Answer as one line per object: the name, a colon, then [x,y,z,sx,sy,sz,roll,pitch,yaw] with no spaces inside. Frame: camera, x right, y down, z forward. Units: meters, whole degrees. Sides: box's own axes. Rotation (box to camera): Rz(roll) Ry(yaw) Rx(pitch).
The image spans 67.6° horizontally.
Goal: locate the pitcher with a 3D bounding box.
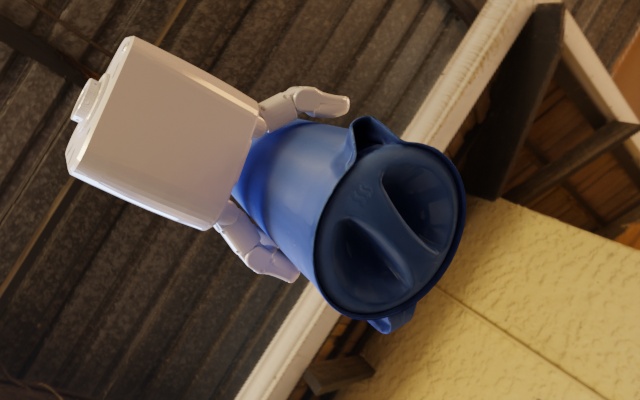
pitcher: [0.000,0.001,0.433,0.145,0.149,0.242,24,4,-33]
